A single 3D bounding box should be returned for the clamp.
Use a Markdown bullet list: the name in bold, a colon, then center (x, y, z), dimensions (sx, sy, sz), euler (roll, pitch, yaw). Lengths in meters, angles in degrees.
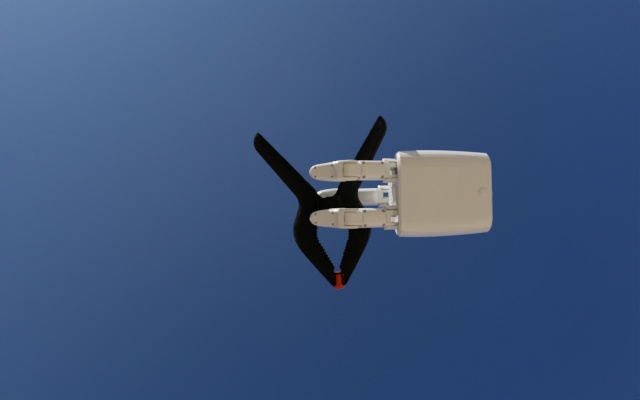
- **clamp**: center (0.000, 0.002, 0.587), dimensions (0.164, 0.210, 0.036), euler (-1, -3, 4)
